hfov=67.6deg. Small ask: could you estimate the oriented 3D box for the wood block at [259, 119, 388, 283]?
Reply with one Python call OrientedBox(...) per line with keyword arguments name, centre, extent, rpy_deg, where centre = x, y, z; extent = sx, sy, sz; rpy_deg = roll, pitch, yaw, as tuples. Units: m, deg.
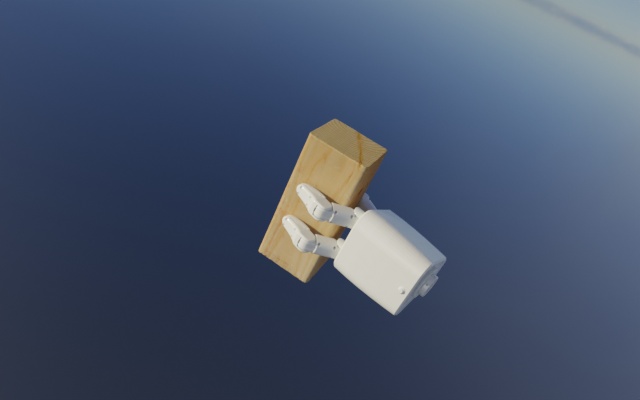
OrientedBox(name="wood block", centre=(0.001, 0.002, 0.680), extent=(0.090, 0.206, 0.090), rpy_deg=(33, 31, 10))
